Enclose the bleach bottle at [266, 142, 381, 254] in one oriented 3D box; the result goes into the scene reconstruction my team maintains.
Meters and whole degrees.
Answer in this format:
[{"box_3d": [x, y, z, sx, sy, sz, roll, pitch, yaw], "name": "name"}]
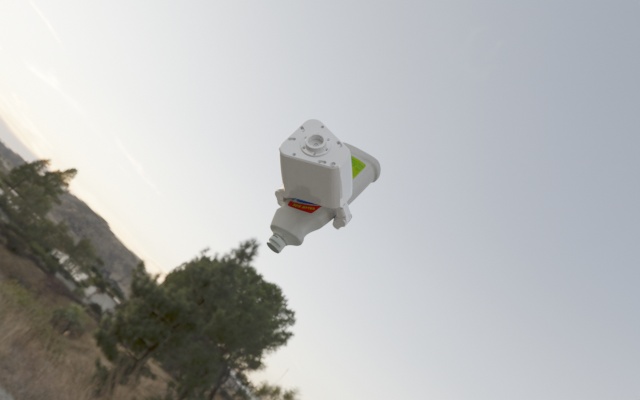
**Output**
[{"box_3d": [0.000, 0.003, 0.874, 0.102, 0.250, 0.068, 32, -28, 22], "name": "bleach bottle"}]
